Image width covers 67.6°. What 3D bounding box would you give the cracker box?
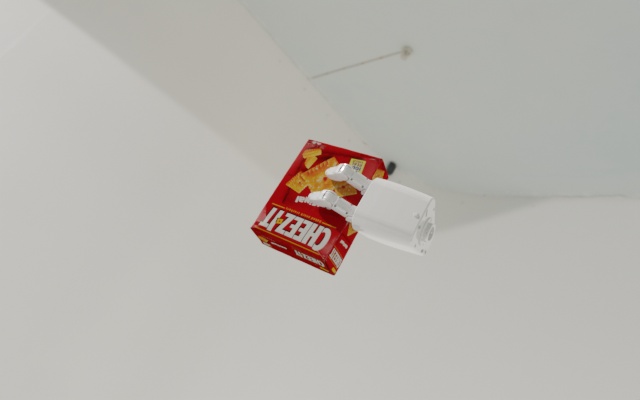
[{"bbox_3d":[0.000,0.003,0.858,0.164,0.213,0.072,20,-23,29],"label":"cracker box"}]
